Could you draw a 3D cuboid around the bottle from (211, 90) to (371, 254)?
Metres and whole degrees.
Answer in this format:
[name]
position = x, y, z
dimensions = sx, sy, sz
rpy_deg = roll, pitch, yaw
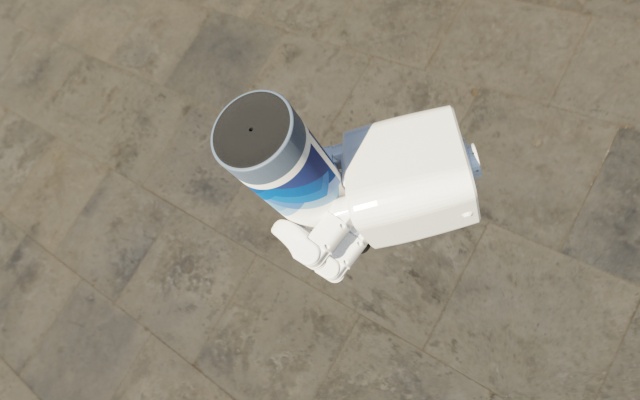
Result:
[bottle]
position = 0.000, 0.001, 0.468
dimensions = 0.069, 0.069, 0.296
rpy_deg = 0, -21, 21
